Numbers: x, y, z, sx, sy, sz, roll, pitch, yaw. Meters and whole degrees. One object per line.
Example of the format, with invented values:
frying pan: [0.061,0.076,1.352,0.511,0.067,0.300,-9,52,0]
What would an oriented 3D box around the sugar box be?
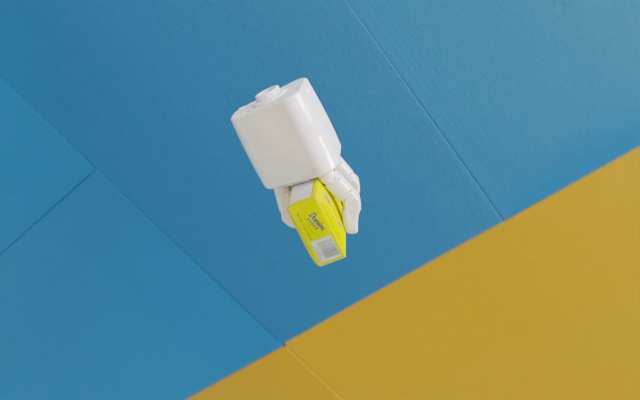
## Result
sugar box: [0.001,0.002,0.652,0.048,0.093,0.176,-20,24,15]
